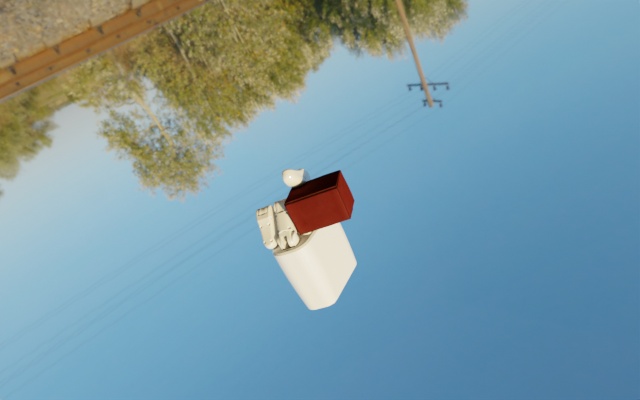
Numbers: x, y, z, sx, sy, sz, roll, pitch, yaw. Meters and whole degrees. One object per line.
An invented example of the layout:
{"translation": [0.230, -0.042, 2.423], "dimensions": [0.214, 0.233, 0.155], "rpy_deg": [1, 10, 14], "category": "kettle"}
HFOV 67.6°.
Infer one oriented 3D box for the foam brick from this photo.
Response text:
{"translation": [0.000, 0.002, 0.640], "dimensions": [0.078, 0.051, 0.053], "rpy_deg": [-19, 24, 20], "category": "foam brick"}
